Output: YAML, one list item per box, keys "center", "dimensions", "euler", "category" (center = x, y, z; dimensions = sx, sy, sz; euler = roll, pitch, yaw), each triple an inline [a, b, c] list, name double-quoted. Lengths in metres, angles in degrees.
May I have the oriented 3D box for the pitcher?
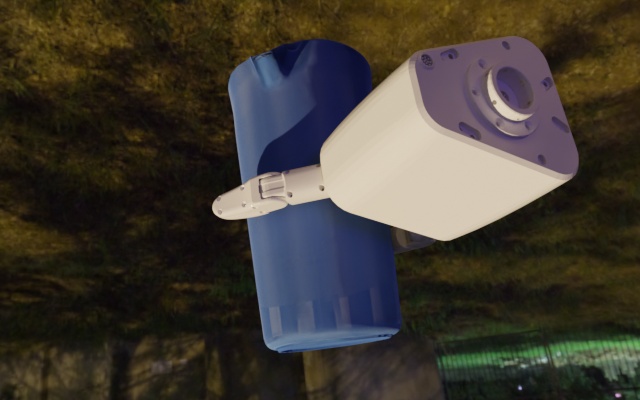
- center: [0.000, 0.001, 0.418]
  dimensions: [0.149, 0.242, 0.145]
  euler: [2, -21, -26]
  category: "pitcher"
